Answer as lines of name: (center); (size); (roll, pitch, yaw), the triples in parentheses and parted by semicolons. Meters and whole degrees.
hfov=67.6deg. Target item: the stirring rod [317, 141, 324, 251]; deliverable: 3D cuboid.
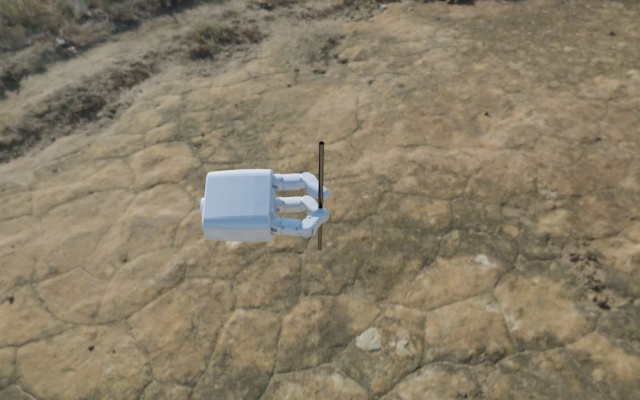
stirring rod: (0.000, 0.003, 0.762); (0.011, 0.011, 0.240); (0, -44, -1)
